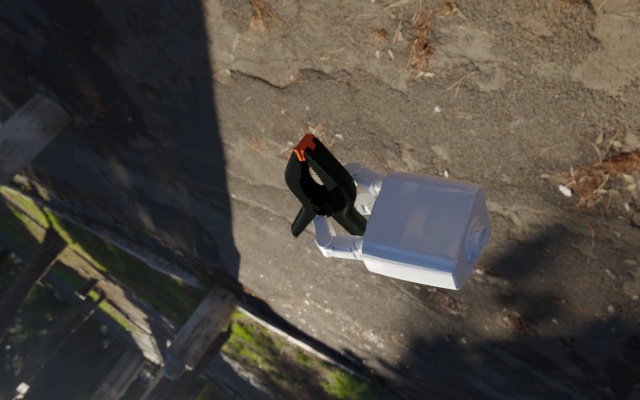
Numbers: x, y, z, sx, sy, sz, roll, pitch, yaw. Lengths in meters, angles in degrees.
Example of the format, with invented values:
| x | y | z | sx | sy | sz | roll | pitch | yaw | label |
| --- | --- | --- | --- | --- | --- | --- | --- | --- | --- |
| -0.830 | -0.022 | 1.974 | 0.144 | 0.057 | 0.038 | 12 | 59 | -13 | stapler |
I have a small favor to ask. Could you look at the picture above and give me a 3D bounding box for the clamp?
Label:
| x | y | z | sx | sy | sz | roll | pitch | yaw | label |
| --- | --- | --- | --- | --- | --- | --- | --- | --- | --- |
| 0.000 | 0.002 | 0.607 | 0.164 | 0.036 | 0.210 | 8 | -38 | 34 | clamp |
